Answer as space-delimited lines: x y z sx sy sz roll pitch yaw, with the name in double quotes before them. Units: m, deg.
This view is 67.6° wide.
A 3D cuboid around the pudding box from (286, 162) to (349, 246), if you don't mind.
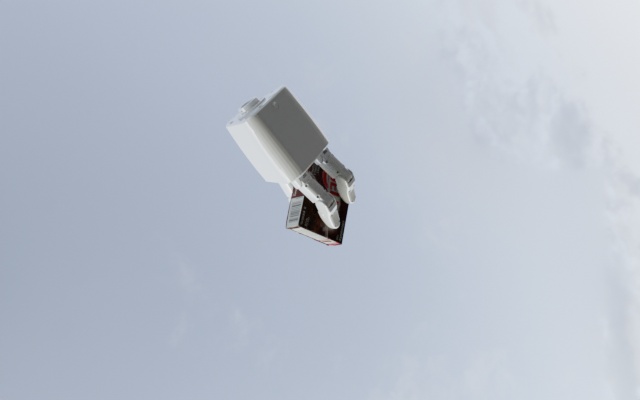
"pudding box" 0.000 0.002 0.724 0.090 0.113 0.039 25 -21 -36
